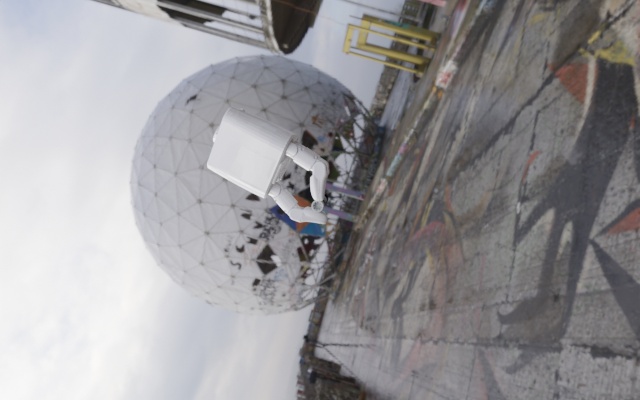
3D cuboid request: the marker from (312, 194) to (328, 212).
[{"bbox_3d":[0.000,0.003,0.782,0.020,0.020,0.121,0,6,4],"label":"marker"}]
